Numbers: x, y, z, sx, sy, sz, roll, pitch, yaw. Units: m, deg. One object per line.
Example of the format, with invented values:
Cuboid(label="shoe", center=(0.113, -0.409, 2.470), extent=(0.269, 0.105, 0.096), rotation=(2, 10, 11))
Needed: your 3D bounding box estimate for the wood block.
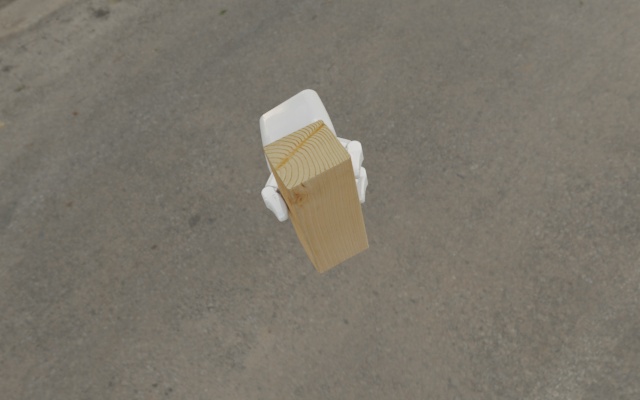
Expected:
Cuboid(label="wood block", center=(0.000, 0.002, 0.681), extent=(0.091, 0.090, 0.206), rotation=(-27, -39, -8))
